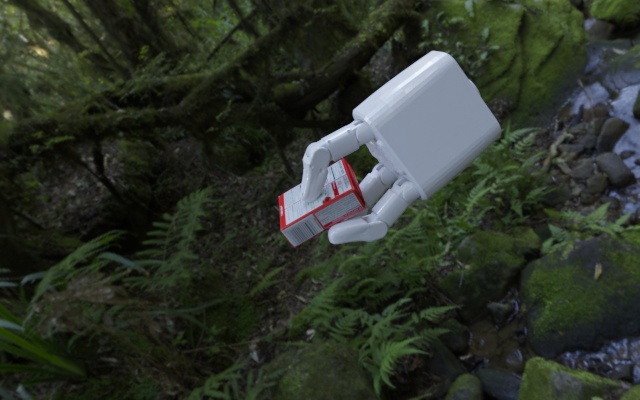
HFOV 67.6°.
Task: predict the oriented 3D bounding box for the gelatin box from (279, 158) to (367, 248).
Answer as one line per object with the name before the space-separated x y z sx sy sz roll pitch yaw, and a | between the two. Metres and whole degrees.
gelatin box | 0.000 0.001 0.507 0.089 0.030 0.073 -29 28 9
